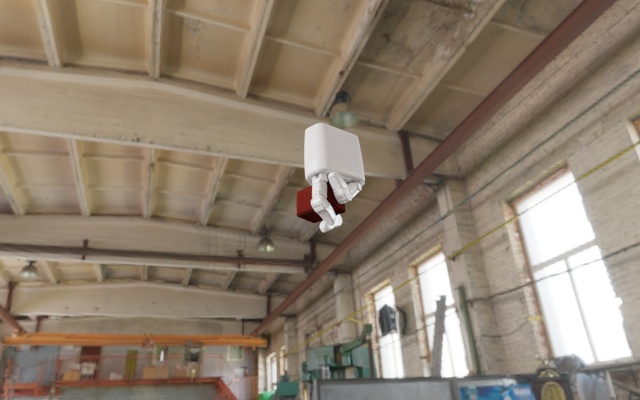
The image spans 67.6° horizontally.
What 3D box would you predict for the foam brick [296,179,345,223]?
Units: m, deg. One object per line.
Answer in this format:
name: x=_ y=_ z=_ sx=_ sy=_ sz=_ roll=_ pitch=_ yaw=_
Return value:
foam brick: x=0.000 y=0.003 z=0.895 sx=0.078 sy=0.051 sz=0.053 roll=-21 pitch=-31 yaw=32
